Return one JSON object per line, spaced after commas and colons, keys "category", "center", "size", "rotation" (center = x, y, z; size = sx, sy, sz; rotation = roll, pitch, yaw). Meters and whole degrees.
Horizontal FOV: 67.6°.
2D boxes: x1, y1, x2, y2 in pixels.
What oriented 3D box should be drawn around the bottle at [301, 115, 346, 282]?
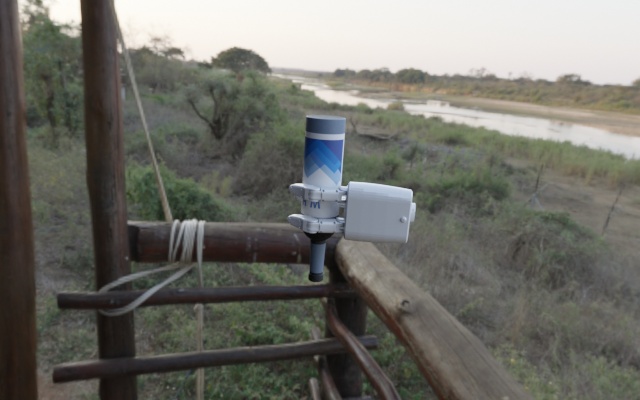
{"category": "bottle", "center": [0.000, 0.002, 0.834], "size": [0.069, 0.296, 0.069], "rotation": [3, 15, -1]}
